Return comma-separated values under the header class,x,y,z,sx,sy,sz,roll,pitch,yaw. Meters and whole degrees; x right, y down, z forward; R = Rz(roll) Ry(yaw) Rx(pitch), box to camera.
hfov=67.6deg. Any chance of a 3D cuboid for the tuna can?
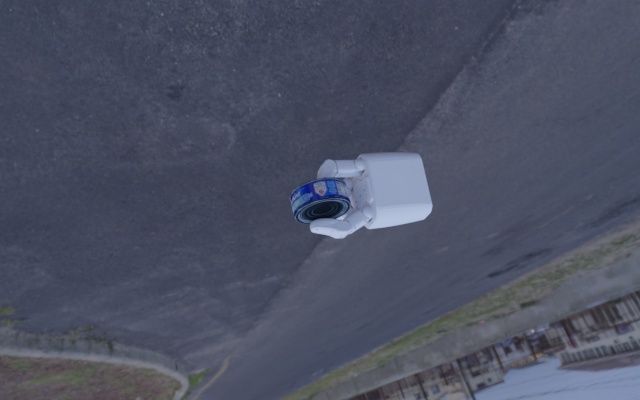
class,x,y,z,sx,sy,sz,roll,pitch,yaw
tuna can,0.000,0.003,0.692,0.086,0.033,0.086,-11,-25,-5
